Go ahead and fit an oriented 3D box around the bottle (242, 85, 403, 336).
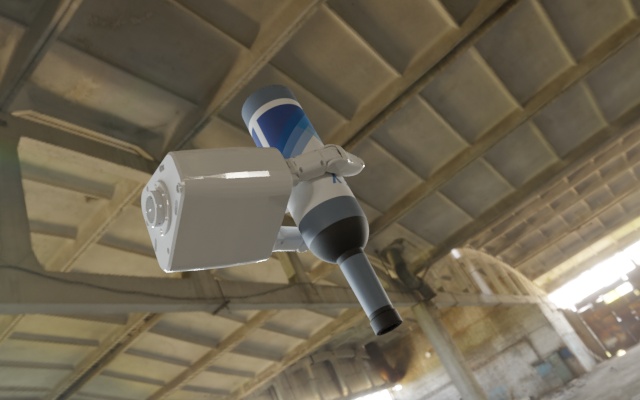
[{"bbox_3d":[0.000,0.001,0.499,0.069,0.295,0.069,-22,-29,-13],"label":"bottle"}]
